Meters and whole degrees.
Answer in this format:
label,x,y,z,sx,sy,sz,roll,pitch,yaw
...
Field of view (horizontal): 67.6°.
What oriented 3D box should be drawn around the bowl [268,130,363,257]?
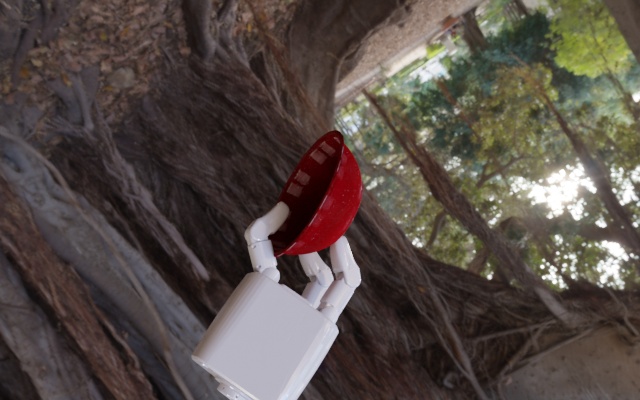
label,x,y,z,sx,sy,sz,roll,pitch,yaw
bowl,0.001,0.001,0.553,0.055,0.162,0.162,28,-10,-19
